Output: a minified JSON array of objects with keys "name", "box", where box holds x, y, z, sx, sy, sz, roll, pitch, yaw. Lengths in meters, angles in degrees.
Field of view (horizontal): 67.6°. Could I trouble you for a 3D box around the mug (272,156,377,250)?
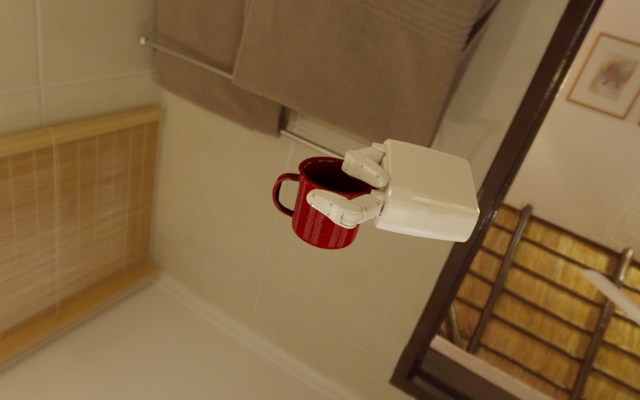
[{"name":"mug","box":[-0.001,0.002,0.568,0.117,0.081,0.093,11,29,-5]}]
